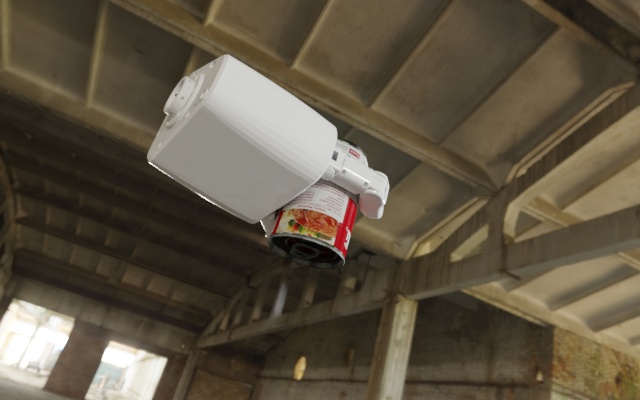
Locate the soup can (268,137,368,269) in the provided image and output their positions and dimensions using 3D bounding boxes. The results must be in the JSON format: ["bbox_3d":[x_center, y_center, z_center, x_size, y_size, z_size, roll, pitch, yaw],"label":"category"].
[{"bbox_3d":[0.001,0.001,0.427,0.068,0.102,0.068,13,-26,7],"label":"soup can"}]
